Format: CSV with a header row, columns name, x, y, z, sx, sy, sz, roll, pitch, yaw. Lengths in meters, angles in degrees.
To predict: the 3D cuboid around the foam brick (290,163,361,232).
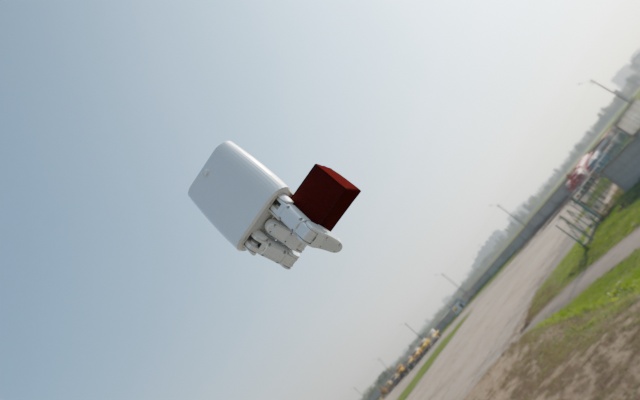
name,x,y,z,sx,sy,sz,roll,pitch,yaw
foam brick,0.000,0.002,0.579,0.051,0.078,0.053,41,13,21
